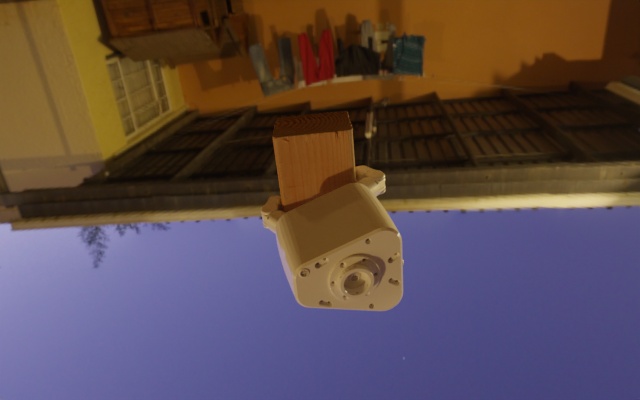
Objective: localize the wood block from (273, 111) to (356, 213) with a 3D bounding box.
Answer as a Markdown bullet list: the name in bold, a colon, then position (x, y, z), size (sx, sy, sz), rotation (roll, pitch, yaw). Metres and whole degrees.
- **wood block**: position (0.000, 0.002, 0.601), size (0.091, 0.206, 0.090), rotation (-5, 24, 1)
